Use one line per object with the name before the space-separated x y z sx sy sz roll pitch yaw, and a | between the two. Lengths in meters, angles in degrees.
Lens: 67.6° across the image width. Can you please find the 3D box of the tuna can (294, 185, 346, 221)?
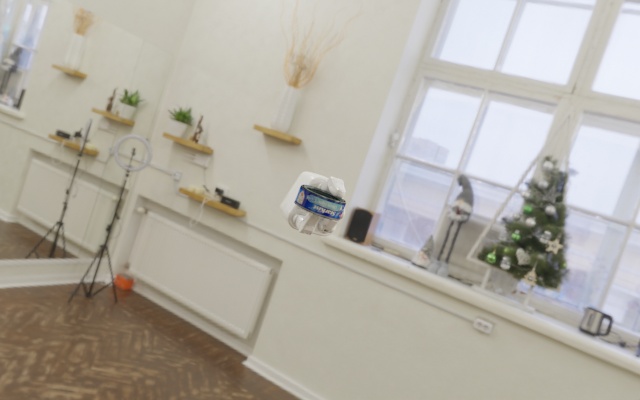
tuna can | 0.000 0.002 0.821 0.086 0.034 0.086 21 8 -3
